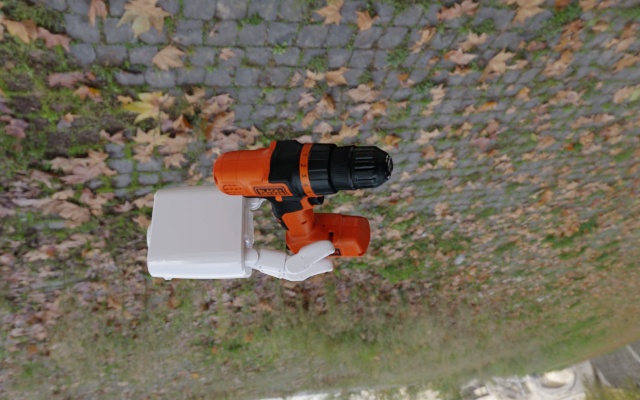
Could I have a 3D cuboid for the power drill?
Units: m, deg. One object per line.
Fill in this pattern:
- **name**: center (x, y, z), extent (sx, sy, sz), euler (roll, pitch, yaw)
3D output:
- **power drill**: center (0.000, 0.002, 0.527), extent (0.184, 0.057, 0.188), euler (1, -30, 20)
